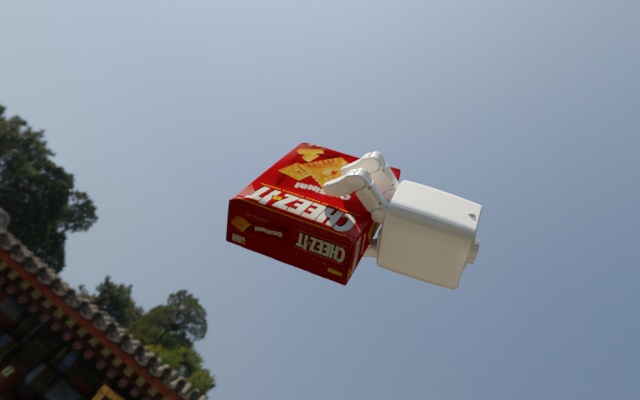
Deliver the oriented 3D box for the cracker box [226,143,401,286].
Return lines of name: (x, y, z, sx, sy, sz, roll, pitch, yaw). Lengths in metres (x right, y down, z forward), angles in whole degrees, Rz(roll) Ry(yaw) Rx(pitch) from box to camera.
cracker box: (0.000, 0.002, 0.643, 0.164, 0.072, 0.213, 18, 31, 16)
